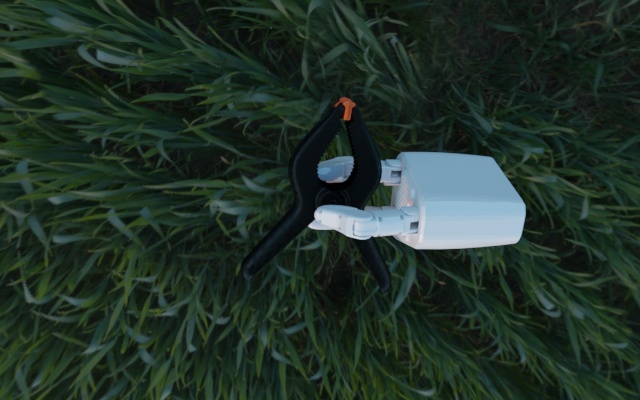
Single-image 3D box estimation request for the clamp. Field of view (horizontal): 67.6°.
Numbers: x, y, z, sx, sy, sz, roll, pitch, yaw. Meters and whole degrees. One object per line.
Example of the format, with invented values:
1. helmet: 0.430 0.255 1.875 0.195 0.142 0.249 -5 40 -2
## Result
1. clamp: 0.000 0.001 0.488 0.164 0.210 0.036 0 20 -8
